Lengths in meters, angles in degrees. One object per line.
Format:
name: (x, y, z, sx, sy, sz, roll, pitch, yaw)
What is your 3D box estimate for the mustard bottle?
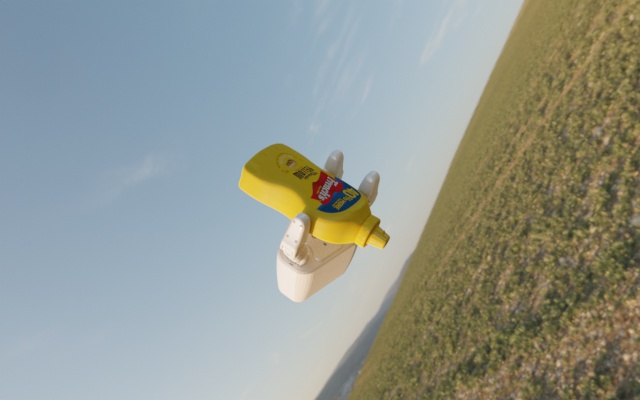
mustard bottle: (0.000, 0.002, 0.590, 0.191, 0.058, 0.096, 33, 35, 15)
